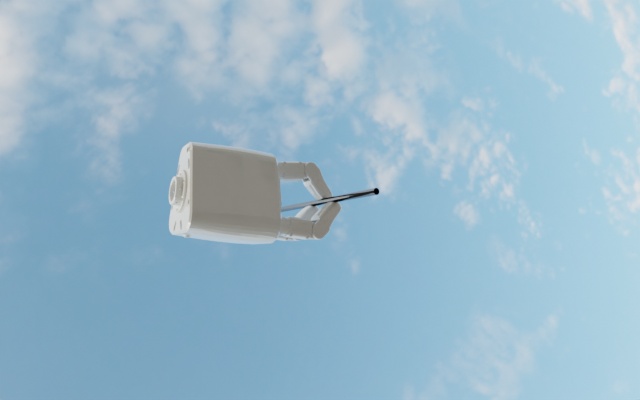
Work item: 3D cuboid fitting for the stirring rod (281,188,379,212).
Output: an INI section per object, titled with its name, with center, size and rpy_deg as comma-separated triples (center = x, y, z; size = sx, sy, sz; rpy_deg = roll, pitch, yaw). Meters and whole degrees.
[stirring rod]
center = 0.000, 0.002, 0.627
size = 0.011, 0.011, 0.239
rpy_deg = 0, -6, -31
